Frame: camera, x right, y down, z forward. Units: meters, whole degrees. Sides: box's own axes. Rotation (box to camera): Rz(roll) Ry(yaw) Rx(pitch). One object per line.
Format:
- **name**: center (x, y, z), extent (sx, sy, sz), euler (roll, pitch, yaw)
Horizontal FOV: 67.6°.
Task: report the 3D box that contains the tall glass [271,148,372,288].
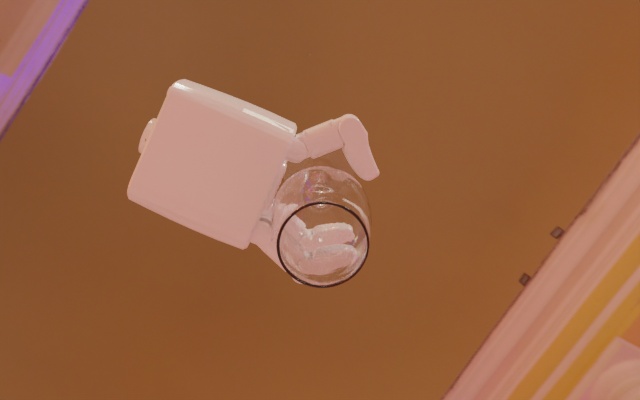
- **tall glass**: center (0.000, 0.001, 0.409), extent (0.079, 0.079, 0.201), euler (0, 17, -1)
